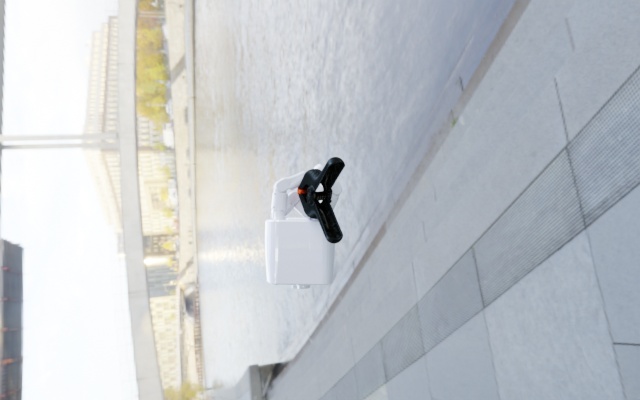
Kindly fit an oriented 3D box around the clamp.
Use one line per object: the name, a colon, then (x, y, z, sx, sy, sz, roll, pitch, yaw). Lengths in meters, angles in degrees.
clamp: (-0.001, 0.002, 0.728, 0.039, 0.120, 0.171, 5, -4, -15)
